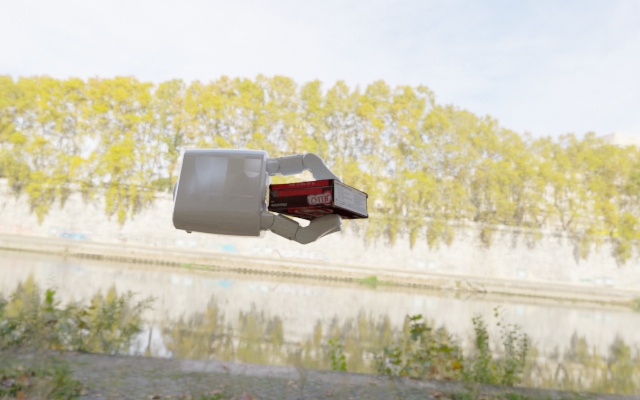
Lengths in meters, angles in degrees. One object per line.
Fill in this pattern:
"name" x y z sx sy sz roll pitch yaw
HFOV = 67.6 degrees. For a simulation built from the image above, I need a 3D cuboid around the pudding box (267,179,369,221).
"pudding box" 0.000 0.002 0.605 0.090 0.039 0.113 -3 -8 27
